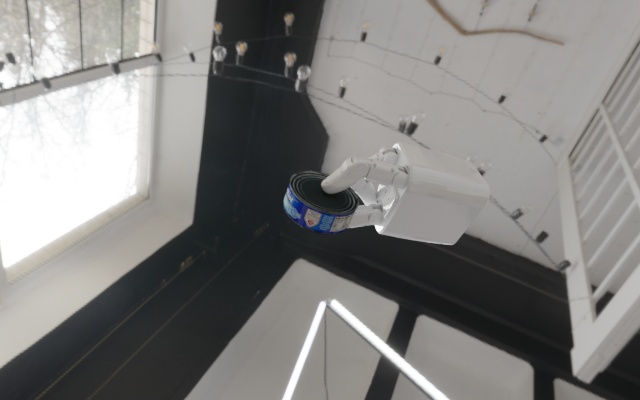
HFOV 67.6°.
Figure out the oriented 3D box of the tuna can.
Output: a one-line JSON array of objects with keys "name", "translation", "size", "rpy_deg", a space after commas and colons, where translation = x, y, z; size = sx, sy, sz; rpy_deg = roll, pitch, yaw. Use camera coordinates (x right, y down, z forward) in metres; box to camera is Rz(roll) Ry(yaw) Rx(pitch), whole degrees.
[{"name": "tuna can", "translation": [0.000, 0.002, 0.566], "size": [0.086, 0.034, 0.086], "rpy_deg": [16, 31, -10]}]
